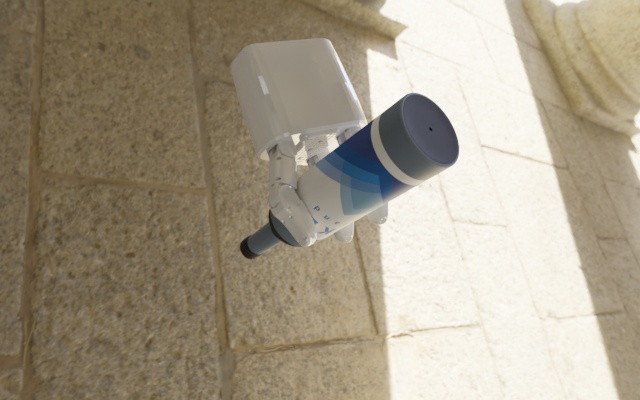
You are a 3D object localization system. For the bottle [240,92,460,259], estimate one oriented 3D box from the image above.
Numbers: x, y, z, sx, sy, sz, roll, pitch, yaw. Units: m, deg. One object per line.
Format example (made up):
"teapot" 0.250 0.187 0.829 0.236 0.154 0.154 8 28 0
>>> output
"bottle" 0.000 0.002 0.475 0.069 0.069 0.296 0 -23 -39
